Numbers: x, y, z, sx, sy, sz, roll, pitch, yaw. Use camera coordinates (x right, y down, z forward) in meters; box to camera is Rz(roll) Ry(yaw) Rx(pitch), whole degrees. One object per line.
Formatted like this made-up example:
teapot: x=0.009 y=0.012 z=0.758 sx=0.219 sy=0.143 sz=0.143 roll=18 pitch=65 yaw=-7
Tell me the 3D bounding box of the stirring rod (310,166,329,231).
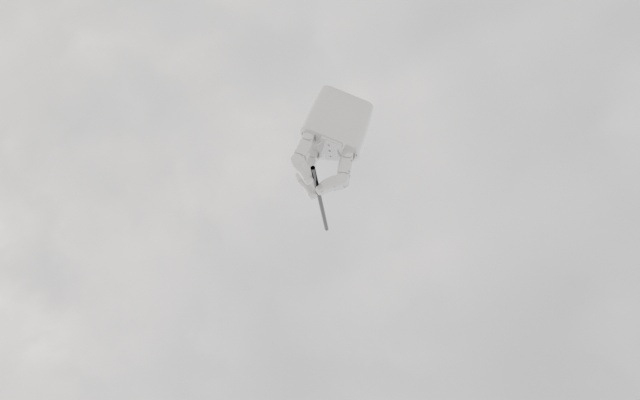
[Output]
stirring rod: x=0.000 y=0.003 z=0.874 sx=0.011 sy=0.011 sz=0.240 roll=0 pitch=-28 yaw=7
